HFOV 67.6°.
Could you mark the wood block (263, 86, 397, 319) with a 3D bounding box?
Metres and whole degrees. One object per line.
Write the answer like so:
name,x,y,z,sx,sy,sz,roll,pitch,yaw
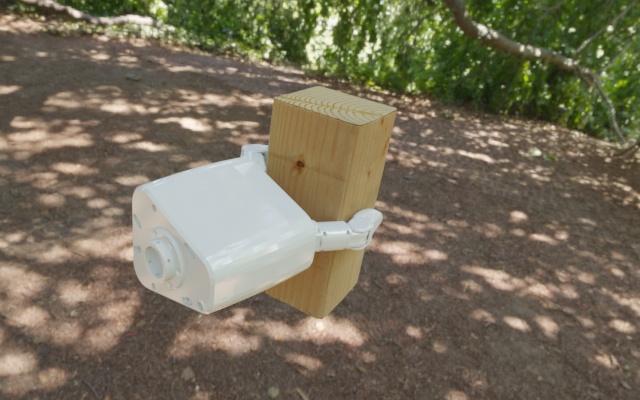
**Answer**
wood block,0.000,0.002,0.485,0.091,0.206,0.090,22,28,22
